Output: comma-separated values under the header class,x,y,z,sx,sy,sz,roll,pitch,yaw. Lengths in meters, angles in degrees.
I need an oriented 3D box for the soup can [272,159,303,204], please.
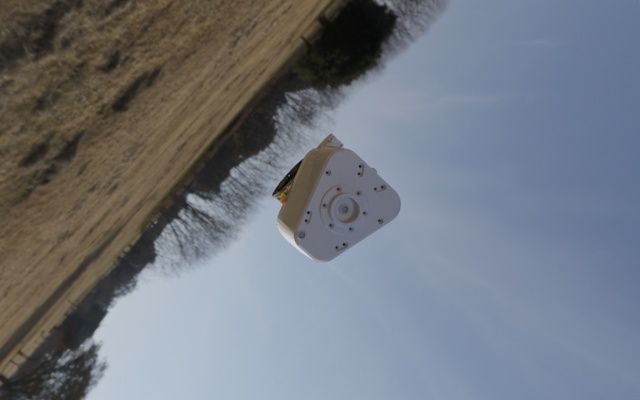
class,x,y,z,sx,sy,sz,roll,pitch,yaw
soup can,0.000,0.002,0.595,0.102,0.068,0.068,42,-11,-12
